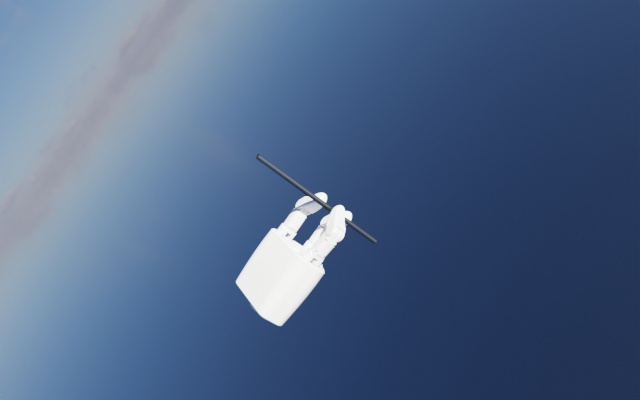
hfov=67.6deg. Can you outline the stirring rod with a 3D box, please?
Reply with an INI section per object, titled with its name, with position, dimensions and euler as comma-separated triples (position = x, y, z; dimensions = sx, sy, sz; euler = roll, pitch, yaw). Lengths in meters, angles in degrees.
[stirring rod]
position = 0.000, 0.002, 0.714
dimensions = 0.239, 0.011, 0.011
euler = 36, -18, -26
